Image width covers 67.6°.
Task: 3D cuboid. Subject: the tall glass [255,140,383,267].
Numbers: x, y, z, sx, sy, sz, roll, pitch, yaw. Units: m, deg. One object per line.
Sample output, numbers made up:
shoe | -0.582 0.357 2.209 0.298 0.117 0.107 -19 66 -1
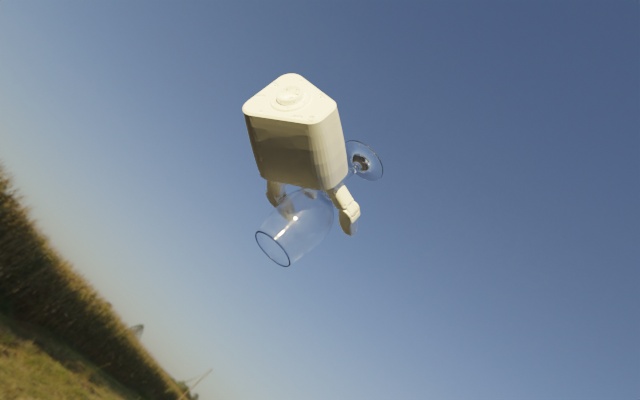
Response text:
tall glass | 0.001 0.002 0.664 0.201 0.079 0.079 -45 25 -28
